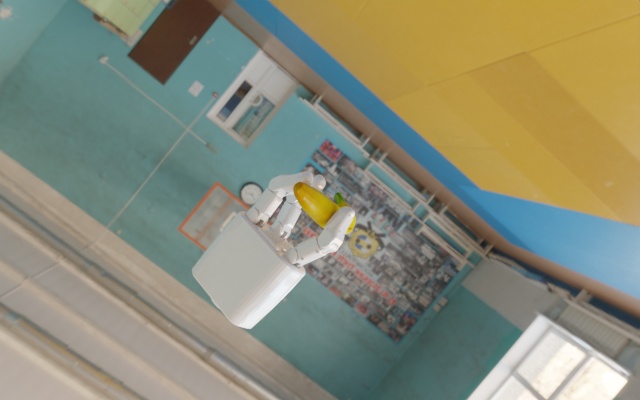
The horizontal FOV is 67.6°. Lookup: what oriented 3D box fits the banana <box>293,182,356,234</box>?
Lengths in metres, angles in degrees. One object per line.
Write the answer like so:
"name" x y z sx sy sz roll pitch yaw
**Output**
"banana" 0.013 0.016 0.646 0.037 0.069 0.198 -44 -14 8
